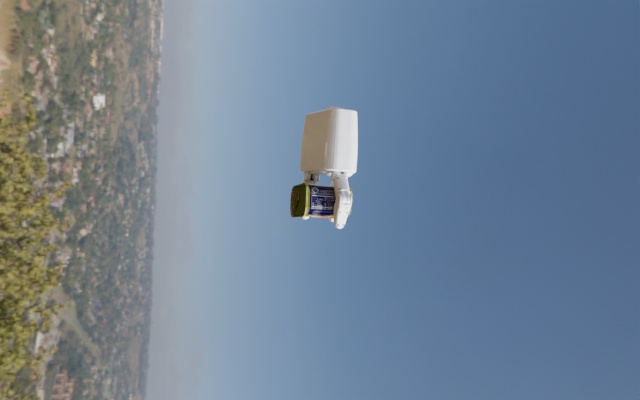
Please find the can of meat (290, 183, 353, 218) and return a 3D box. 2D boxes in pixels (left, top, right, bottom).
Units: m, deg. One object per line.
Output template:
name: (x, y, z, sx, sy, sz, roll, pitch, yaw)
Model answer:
can of meat: (0.000, 0.003, 0.835, 0.084, 0.057, 0.102, 3, -4, -18)
